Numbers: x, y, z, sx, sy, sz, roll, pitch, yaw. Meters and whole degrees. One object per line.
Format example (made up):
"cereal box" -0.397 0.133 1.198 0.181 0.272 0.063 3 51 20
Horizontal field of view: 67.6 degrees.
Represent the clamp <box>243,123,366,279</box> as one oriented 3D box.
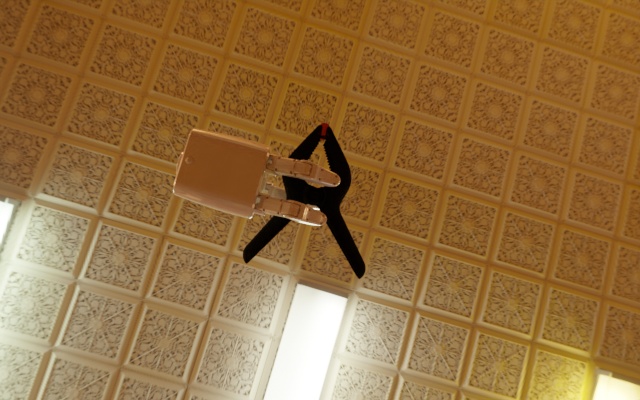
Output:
"clamp" 0.000 0.002 0.649 0.164 0.210 0.036 16 -8 -6
